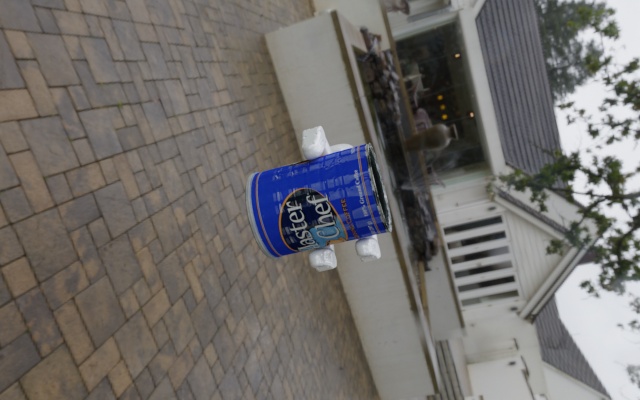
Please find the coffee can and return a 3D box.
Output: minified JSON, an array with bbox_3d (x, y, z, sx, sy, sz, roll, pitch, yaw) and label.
[{"bbox_3d":[0.000,0.002,0.541,0.140,0.103,0.103,-14,-3,13],"label":"coffee can"}]
